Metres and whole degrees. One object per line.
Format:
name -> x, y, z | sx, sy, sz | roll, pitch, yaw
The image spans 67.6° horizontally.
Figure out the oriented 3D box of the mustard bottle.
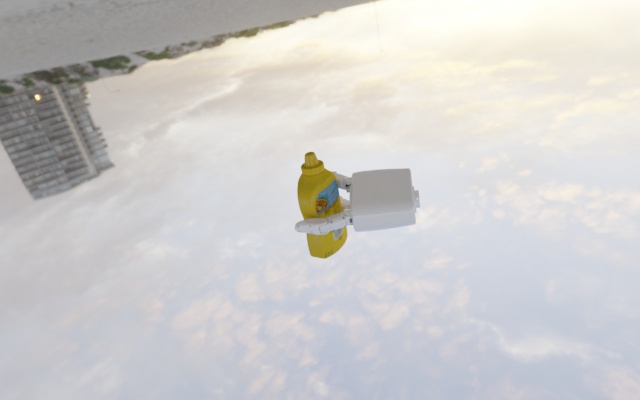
mustard bottle -> 0.000, 0.003, 0.859 | 0.058, 0.192, 0.096 | 8, 33, 33
